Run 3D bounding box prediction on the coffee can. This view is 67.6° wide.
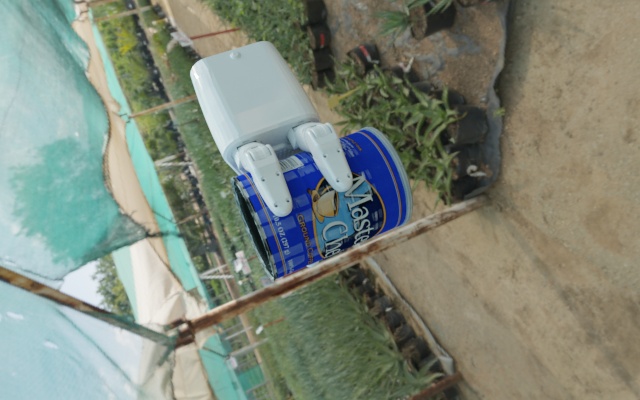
[{"bbox_3d":[0.000,0.002,0.451,0.140,0.103,0.103,-22,6,-15],"label":"coffee can"}]
